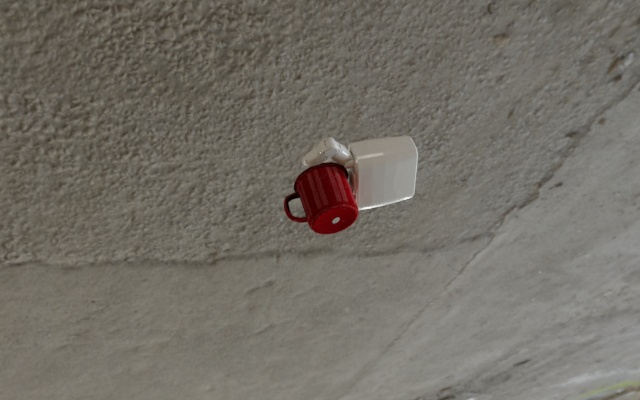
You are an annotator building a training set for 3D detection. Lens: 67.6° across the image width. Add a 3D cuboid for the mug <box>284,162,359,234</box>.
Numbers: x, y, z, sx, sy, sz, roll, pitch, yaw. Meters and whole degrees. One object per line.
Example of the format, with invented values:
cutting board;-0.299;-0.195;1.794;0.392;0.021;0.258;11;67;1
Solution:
mug;-0.001;0.003;0.757;0.117;0.081;0.093;-13;-35;-9
